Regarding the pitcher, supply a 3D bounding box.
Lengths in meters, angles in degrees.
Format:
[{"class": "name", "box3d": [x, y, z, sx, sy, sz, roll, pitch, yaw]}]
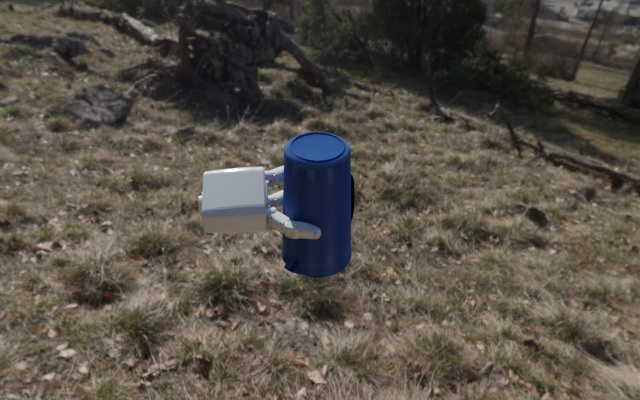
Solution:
[{"class": "pitcher", "box3d": [0.000, 0.003, 0.842, 0.145, 0.243, 0.149, -2, 38, -4]}]
